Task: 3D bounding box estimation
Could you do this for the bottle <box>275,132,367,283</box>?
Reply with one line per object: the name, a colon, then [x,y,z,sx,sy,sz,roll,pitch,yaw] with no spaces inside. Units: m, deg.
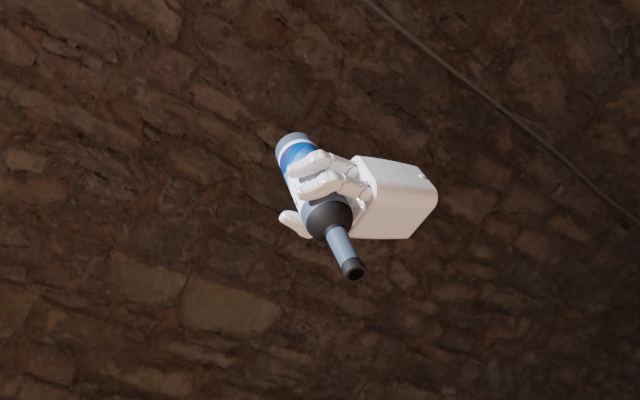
bottle: [0.000,0.002,0.662,0.069,0.069,0.295,0,35,-20]
